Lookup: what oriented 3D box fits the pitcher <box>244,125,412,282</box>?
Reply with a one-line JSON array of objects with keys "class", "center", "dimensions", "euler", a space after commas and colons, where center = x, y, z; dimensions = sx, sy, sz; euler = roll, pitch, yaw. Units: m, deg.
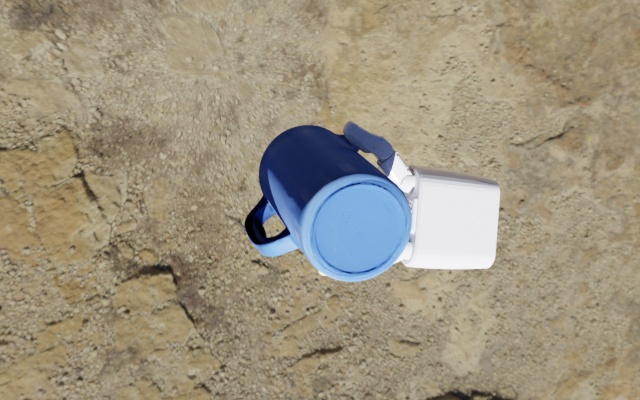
[{"class": "pitcher", "center": [0.000, 0.002, 0.543], "dimensions": [0.145, 0.149, 0.242], "euler": [7, 14, -15]}]
